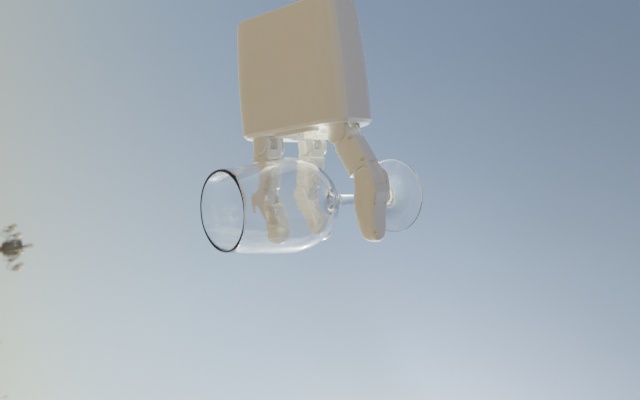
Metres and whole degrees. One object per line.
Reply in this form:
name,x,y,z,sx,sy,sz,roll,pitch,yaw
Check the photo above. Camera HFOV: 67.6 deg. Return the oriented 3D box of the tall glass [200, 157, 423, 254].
tall glass,0.001,0.001,0.415,0.201,0.079,0.079,-6,4,-43
